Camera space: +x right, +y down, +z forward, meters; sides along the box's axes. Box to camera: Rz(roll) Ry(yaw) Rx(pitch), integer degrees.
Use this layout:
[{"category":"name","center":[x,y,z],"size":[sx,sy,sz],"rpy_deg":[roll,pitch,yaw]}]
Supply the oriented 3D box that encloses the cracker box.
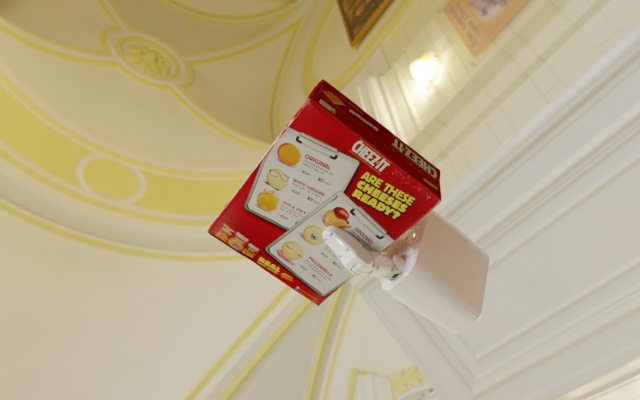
[{"category":"cracker box","center":[0.000,0.002,0.531],"size":[0.164,0.214,0.072],"rpy_deg":[36,34,-11]}]
